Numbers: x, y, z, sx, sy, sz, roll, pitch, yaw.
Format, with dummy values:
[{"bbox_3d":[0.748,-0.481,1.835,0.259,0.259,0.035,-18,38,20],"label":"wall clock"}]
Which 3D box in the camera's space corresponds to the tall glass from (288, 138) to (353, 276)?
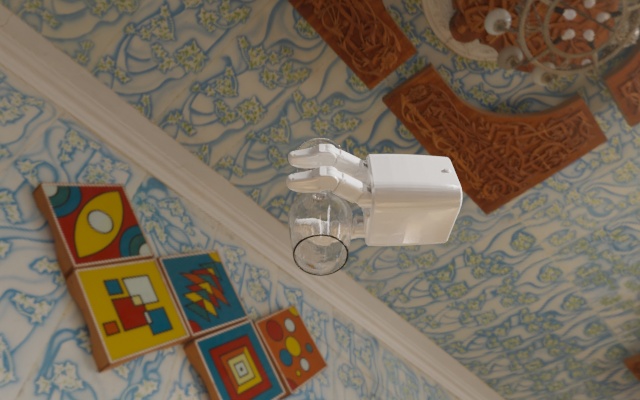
[{"bbox_3d":[0.000,0.002,0.604,0.079,0.079,0.201,0,37,0],"label":"tall glass"}]
